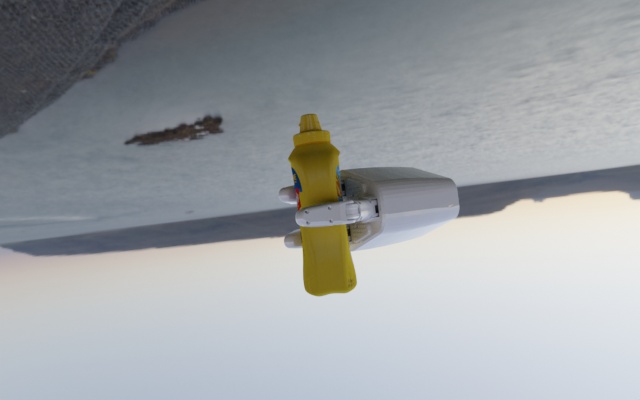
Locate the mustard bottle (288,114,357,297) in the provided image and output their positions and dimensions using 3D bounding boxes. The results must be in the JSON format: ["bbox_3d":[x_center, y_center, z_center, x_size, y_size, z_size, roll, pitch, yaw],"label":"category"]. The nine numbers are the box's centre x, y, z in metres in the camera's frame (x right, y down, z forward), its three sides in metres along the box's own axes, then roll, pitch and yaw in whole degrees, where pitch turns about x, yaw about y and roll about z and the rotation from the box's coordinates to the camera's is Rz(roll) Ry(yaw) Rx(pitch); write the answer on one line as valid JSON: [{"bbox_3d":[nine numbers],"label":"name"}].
[{"bbox_3d":[0.000,0.002,0.519,0.058,0.191,0.096,-7,-1,1],"label":"mustard bottle"}]
